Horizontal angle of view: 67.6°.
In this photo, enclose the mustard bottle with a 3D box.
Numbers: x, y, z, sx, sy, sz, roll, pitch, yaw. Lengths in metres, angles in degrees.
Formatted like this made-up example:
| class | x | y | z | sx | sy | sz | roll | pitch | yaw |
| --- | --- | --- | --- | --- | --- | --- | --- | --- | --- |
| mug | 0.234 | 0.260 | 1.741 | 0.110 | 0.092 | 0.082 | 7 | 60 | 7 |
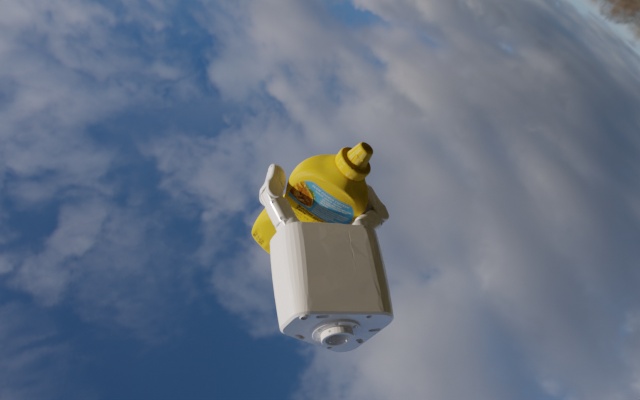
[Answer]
| class | x | y | z | sx | sy | sz | roll | pitch | yaw |
| --- | --- | --- | --- | --- | --- | --- | --- | --- | --- |
| mustard bottle | 0.000 | 0.002 | 0.569 | 0.096 | 0.192 | 0.058 | 33 | 38 | -10 |
